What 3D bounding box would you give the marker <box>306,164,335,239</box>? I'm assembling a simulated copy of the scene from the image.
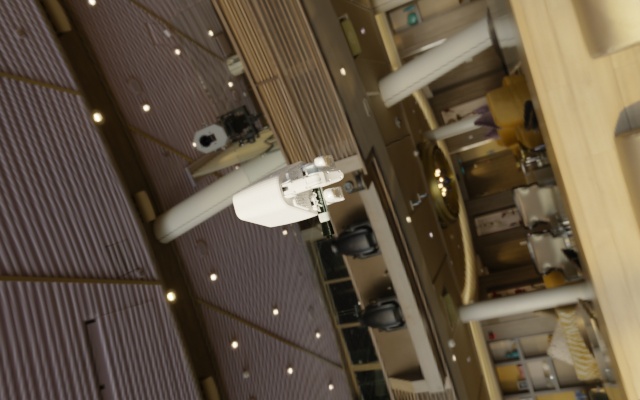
[{"bbox_3d":[0.000,0.002,0.763,0.020,0.121,0.020,-14,-5,-1],"label":"marker"}]
